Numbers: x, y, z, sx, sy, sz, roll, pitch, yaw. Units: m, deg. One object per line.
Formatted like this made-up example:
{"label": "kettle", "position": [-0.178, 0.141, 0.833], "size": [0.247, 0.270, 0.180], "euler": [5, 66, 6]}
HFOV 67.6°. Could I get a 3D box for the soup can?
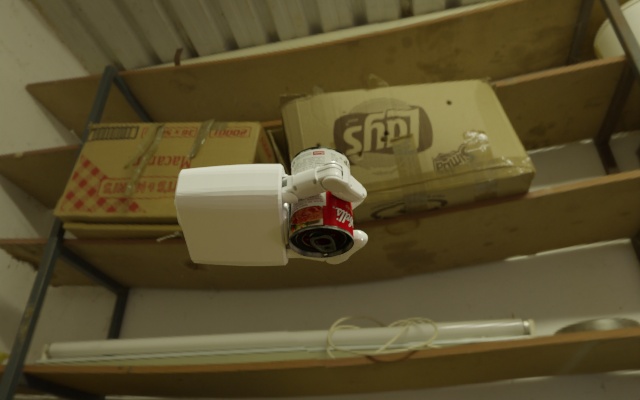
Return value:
{"label": "soup can", "position": [0.001, 0.001, 0.514], "size": [0.068, 0.102, 0.068], "euler": [0, -32, 0]}
